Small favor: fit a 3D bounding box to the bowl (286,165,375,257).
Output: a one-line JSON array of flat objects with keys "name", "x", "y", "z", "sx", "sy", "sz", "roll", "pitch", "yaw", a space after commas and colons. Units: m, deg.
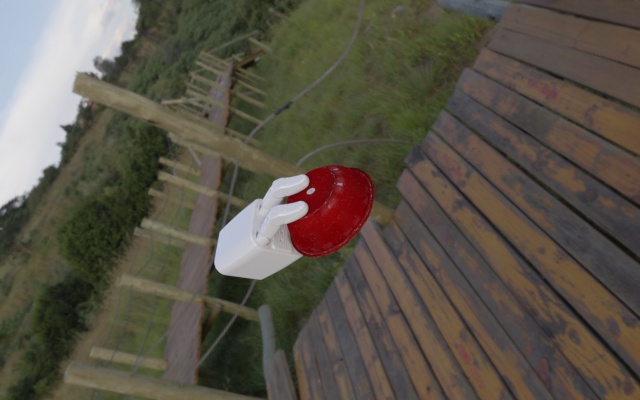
[{"name": "bowl", "x": 0.001, "y": 0.001, "z": 0.722, "sx": 0.162, "sy": 0.162, "sz": 0.055, "roll": 0, "pitch": -33, "yaw": 45}]
